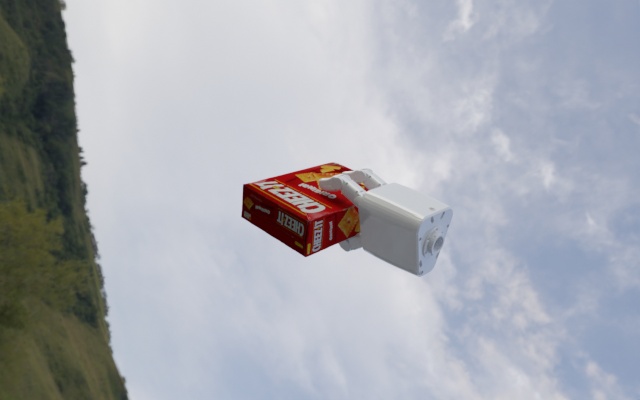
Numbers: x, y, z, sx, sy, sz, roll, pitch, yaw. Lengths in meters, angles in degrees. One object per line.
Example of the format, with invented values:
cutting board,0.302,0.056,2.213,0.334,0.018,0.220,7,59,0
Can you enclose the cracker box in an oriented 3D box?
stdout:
cracker box,0.000,0.003,0.810,0.213,0.072,0.164,-17,32,-42
